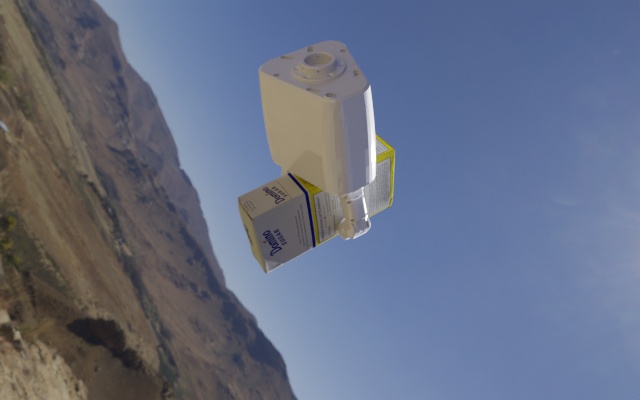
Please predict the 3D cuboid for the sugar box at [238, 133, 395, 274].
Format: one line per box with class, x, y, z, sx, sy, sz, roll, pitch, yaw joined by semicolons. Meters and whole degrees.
sugar box;0.000;0.001;0.532;0.176;0.093;0.048;-24;48;-18
